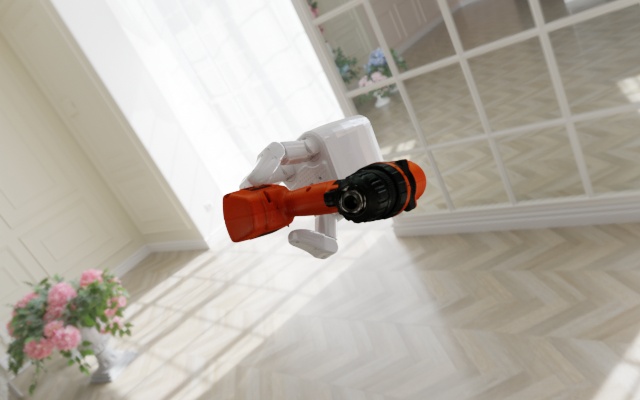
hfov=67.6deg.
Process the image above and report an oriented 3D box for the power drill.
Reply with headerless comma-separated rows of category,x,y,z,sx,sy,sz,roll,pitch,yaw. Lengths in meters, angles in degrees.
power drill,0.000,0.002,0.471,0.187,0.057,0.184,-9,2,25
